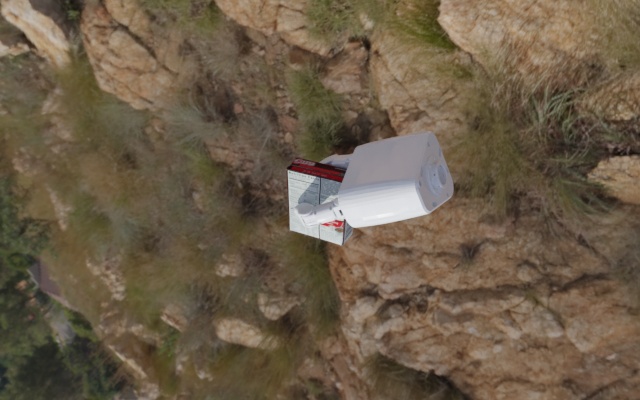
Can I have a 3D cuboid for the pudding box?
[{"bbox_3d":[0.000,0.002,0.670,0.090,0.114,0.039,15,37,20],"label":"pudding box"}]
